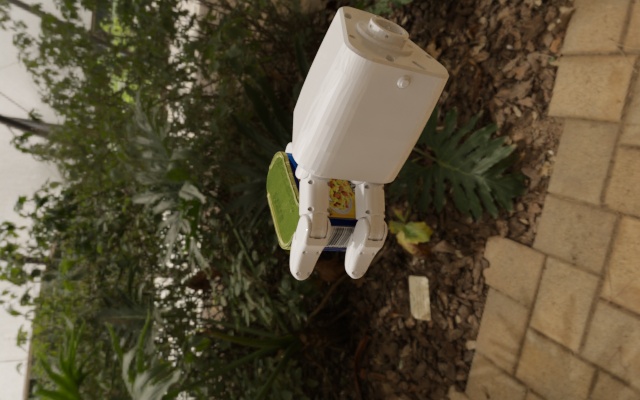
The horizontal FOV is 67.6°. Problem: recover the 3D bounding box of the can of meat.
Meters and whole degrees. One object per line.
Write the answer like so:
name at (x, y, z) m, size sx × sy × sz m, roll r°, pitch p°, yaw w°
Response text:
can of meat at (0.000, 0.001, 0.459) m, size 0.084 × 0.102 × 0.057 m, roll 5°, pitch -45°, yaw -28°
